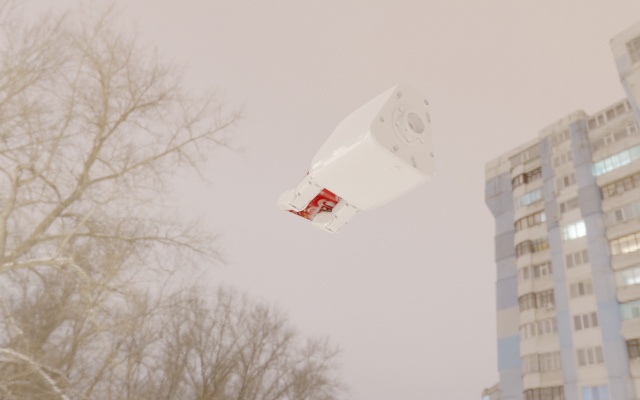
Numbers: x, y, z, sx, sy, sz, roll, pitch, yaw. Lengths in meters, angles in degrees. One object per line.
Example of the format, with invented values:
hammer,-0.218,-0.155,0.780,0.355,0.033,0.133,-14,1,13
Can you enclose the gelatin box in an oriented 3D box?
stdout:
gelatin box,0.000,0.002,0.637,0.073,0.030,0.089,23,-26,-12
